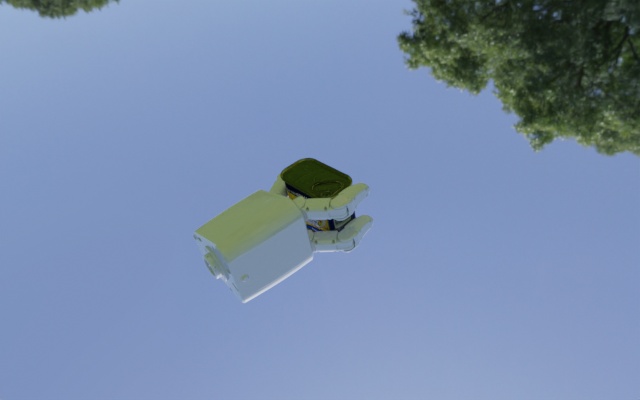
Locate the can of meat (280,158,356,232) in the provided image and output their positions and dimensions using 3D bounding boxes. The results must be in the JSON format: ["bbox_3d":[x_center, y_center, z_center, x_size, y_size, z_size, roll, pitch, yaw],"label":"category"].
[{"bbox_3d":[0.000,0.002,0.639,0.057,0.084,0.102,-35,42,-27],"label":"can of meat"}]
